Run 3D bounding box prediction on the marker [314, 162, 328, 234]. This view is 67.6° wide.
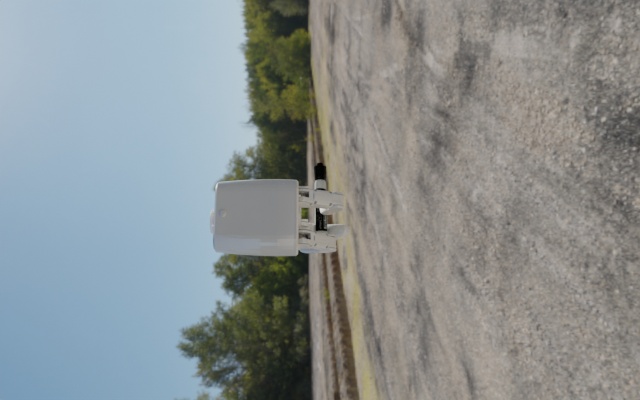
[{"bbox_3d":[0.000,0.002,0.695,0.020,0.121,0.020,-1,-17,0],"label":"marker"}]
